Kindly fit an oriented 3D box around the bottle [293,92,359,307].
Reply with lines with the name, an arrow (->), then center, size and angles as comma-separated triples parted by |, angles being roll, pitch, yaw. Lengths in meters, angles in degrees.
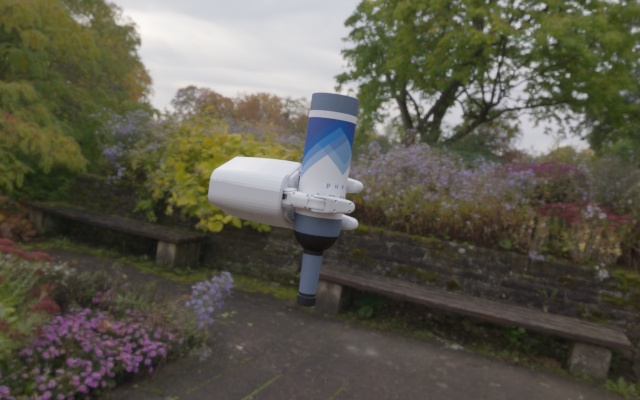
bottle -> 0.000, 0.002, 0.671 | 0.069, 0.296, 0.069 | 8, 4, -1
